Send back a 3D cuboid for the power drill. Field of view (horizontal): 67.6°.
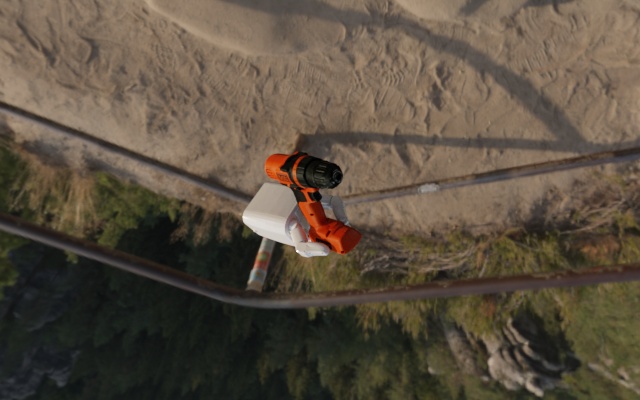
[{"bbox_3d":[0.000,0.003,0.807,0.057,0.188,0.184,-41,31,-23],"label":"power drill"}]
